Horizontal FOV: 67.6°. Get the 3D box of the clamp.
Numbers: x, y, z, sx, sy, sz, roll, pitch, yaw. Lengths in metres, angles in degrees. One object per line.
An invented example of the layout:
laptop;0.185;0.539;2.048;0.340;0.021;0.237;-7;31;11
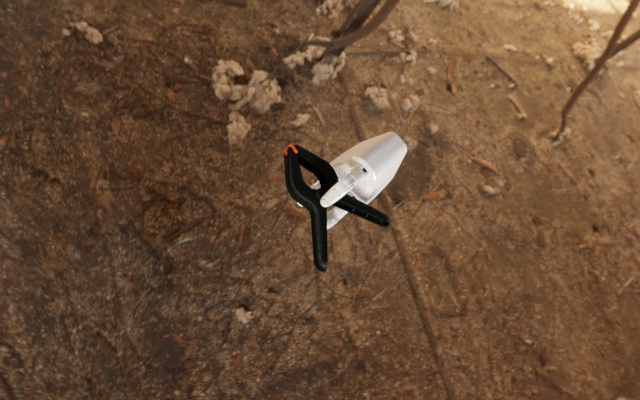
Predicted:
clamp;0.000;0.002;0.775;0.164;0.210;0.036;-39;-2;-34
